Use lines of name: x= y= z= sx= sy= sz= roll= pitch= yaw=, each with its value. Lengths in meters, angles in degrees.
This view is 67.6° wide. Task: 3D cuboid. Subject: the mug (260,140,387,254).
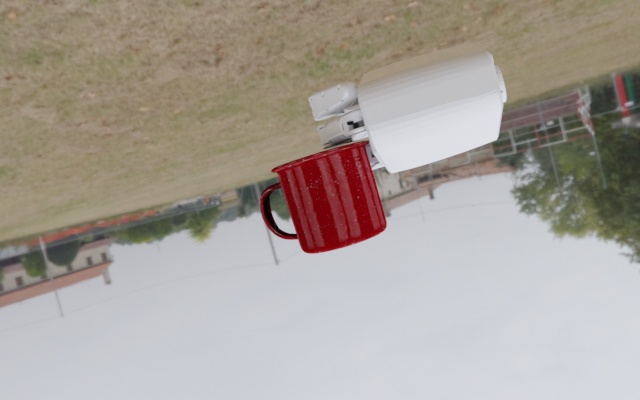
mug: x=-0.001 y=0.002 z=0.434 sx=0.117 sy=0.081 sz=0.093 roll=-16 pitch=2 yaw=15
